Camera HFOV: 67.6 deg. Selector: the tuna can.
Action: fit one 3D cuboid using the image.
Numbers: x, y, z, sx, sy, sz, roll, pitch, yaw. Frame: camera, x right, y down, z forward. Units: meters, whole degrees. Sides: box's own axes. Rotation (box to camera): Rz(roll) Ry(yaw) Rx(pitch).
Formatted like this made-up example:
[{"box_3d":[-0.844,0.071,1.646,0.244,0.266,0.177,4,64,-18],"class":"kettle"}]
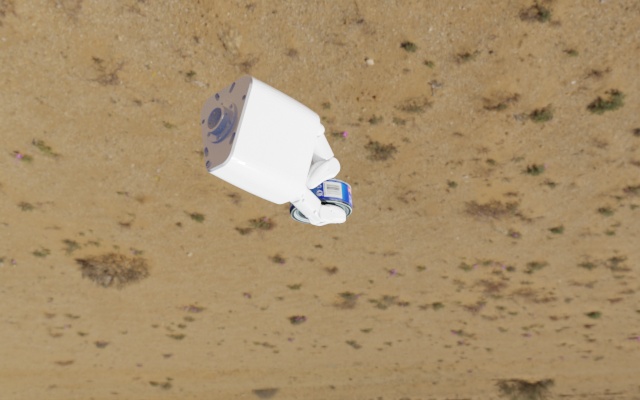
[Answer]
[{"box_3d":[0.000,0.003,0.645,0.086,0.033,0.086,-3,-23,-1],"class":"tuna can"}]
